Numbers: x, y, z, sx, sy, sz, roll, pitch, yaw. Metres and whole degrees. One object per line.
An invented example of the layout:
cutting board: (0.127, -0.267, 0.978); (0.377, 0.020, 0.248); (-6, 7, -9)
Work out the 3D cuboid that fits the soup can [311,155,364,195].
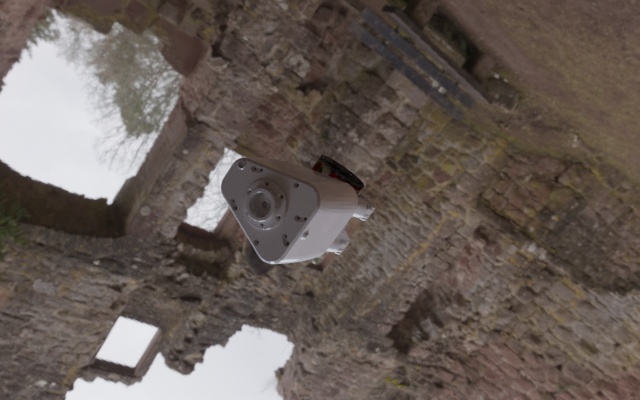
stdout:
soup can: (0.000, 0.002, 0.618); (0.068, 0.102, 0.068); (33, 13, -9)
